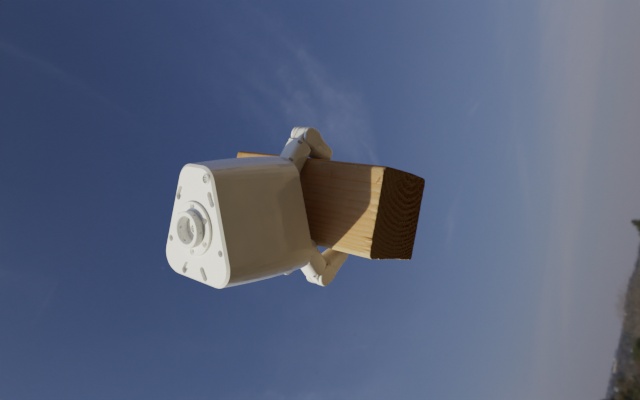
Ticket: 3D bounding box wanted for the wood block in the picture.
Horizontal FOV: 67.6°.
[{"bbox_3d":[0.000,0.001,0.541,0.206,0.091,0.090,10,1,38],"label":"wood block"}]
